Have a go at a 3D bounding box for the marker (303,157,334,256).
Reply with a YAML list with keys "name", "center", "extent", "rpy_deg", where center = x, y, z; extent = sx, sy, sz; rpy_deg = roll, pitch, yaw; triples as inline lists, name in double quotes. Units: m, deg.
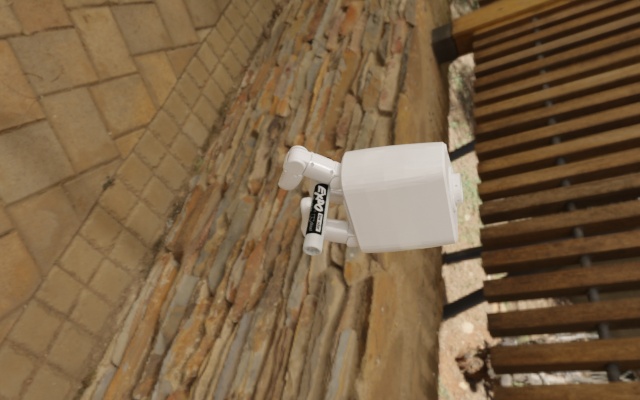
- name: "marker"
  center: [0.000, 0.002, 0.503]
  extent: [0.020, 0.121, 0.020]
  rpy_deg: [6, -36, 5]
